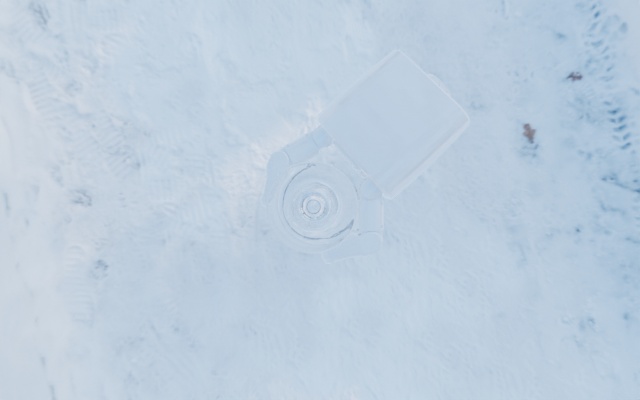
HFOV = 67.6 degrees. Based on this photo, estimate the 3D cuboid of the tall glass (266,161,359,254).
[{"bbox_3d":[0.000,0.002,0.479,0.079,0.079,0.201,0,2,4],"label":"tall glass"}]
